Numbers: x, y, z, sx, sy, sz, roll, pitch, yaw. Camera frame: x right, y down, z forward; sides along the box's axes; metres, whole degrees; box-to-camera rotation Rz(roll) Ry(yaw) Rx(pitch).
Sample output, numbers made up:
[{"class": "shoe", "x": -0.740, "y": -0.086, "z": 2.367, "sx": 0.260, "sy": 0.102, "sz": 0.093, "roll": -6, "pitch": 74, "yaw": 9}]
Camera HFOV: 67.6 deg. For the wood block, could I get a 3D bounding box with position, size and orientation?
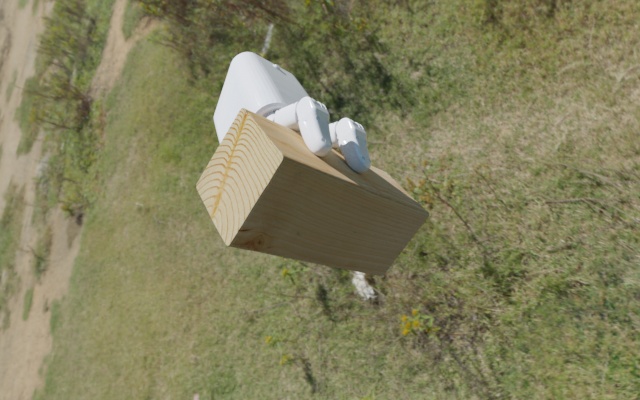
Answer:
[{"class": "wood block", "x": 0.000, "y": 0.002, "z": 0.467, "sx": 0.206, "sy": 0.091, "sz": 0.090, "roll": 18, "pitch": 24, "yaw": -43}]
